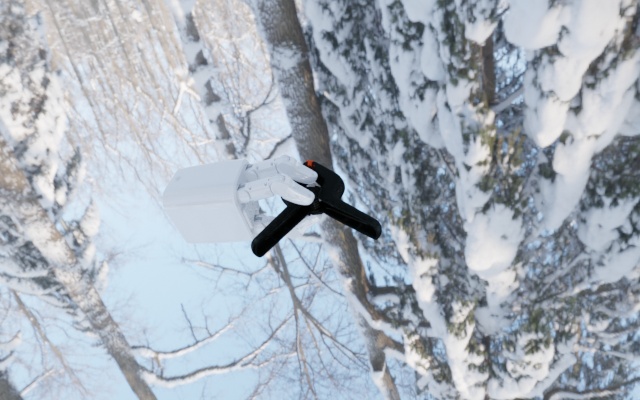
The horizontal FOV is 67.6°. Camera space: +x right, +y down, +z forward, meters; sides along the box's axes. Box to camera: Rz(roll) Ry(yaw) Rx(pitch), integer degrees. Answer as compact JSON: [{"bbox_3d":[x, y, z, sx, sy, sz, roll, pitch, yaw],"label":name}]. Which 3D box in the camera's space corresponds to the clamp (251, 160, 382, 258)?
[{"bbox_3d":[0.000,0.003,0.667,0.164,0.036,0.209,-4,32,7],"label":"clamp"}]
